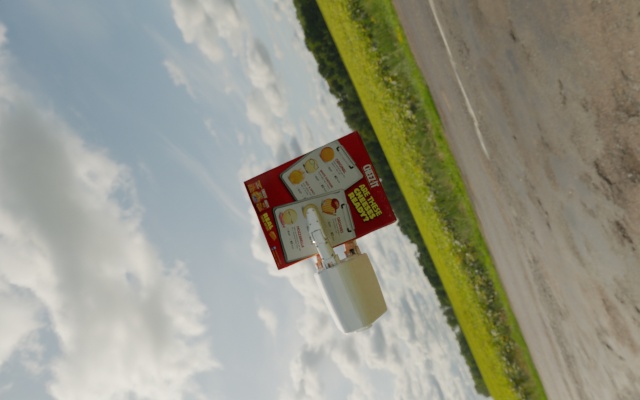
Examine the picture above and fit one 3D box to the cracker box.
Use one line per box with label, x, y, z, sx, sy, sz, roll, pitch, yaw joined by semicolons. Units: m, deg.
cracker box;0.000;0.003;0.813;0.214;0.164;0.072;-24;-6;9
